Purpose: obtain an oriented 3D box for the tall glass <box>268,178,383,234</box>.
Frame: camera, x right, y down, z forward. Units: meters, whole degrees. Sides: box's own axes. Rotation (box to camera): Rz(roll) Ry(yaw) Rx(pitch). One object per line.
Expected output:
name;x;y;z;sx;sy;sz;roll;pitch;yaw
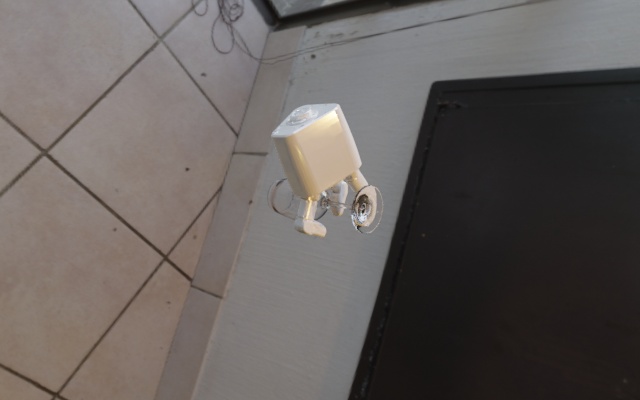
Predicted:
tall glass;0.001;0.003;0.785;0.201;0.079;0.079;8;5;43
